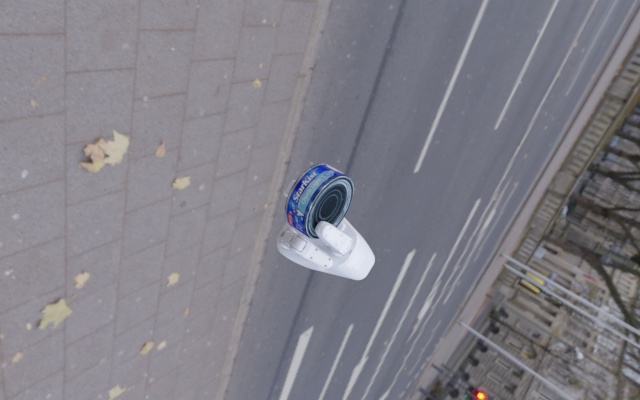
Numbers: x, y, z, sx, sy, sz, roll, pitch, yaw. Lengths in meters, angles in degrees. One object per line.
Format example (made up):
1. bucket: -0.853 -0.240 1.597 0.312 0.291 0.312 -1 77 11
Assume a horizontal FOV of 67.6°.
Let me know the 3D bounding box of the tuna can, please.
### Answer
1. tuna can: 0.000 0.002 0.558 0.033 0.086 0.086 32 17 31
